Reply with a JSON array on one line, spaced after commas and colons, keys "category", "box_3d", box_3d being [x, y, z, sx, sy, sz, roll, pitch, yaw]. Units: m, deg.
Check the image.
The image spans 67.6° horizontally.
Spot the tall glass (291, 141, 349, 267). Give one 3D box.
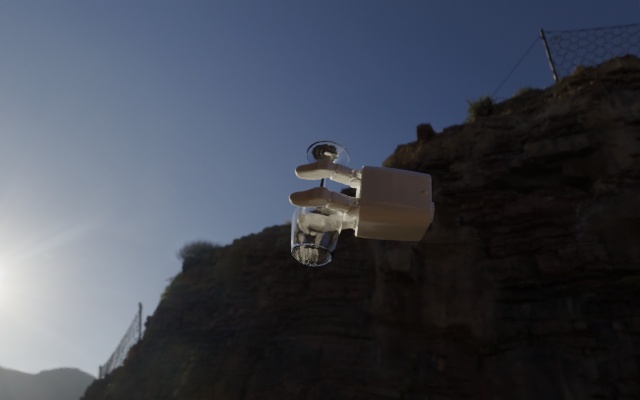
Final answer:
[{"category": "tall glass", "box_3d": [0.000, 0.002, 0.755, 0.079, 0.201, 0.079, 6, -37, 5]}]
